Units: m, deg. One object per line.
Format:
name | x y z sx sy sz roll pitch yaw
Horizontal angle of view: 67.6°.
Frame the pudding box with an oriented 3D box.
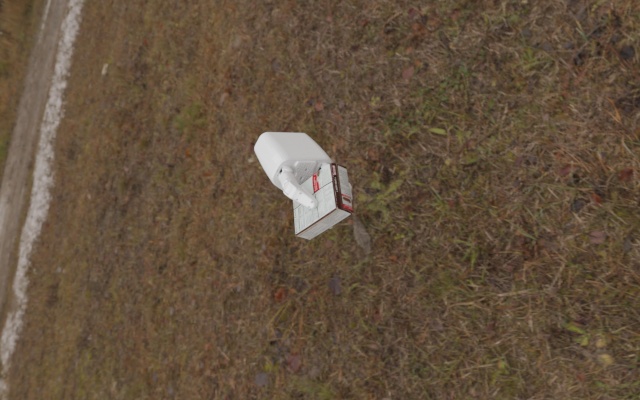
pudding box | 0.000 0.003 0.791 0.039 0.090 0.113 15 -36 -36
